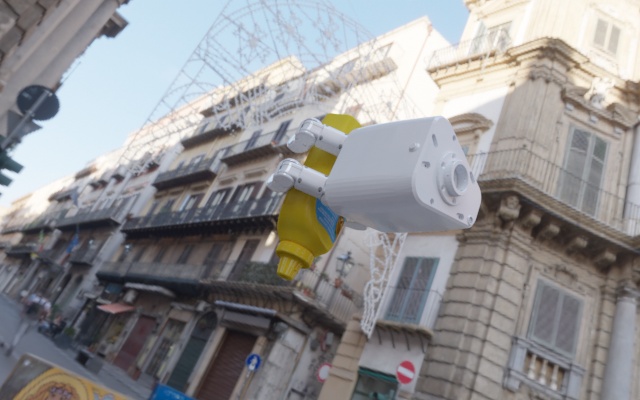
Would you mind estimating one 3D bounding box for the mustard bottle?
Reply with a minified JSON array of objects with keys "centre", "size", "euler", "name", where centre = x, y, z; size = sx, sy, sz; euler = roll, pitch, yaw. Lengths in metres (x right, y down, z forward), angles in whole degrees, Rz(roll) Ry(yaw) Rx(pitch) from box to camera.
[{"centre":[0.000,0.002,0.539],"size":[0.058,0.191,0.096],"euler":[12,-27,27],"name":"mustard bottle"}]
